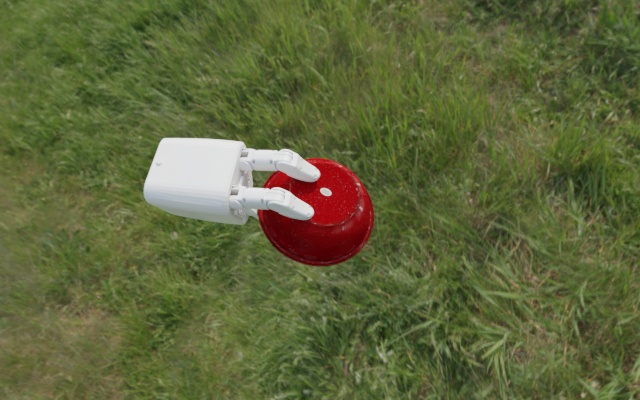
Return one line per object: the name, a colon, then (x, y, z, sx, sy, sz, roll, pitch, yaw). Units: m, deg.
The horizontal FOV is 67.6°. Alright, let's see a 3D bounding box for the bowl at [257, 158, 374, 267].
bowl: (0.001, 0.002, 0.628, 0.162, 0.162, 0.055, 0, -26, -12)
